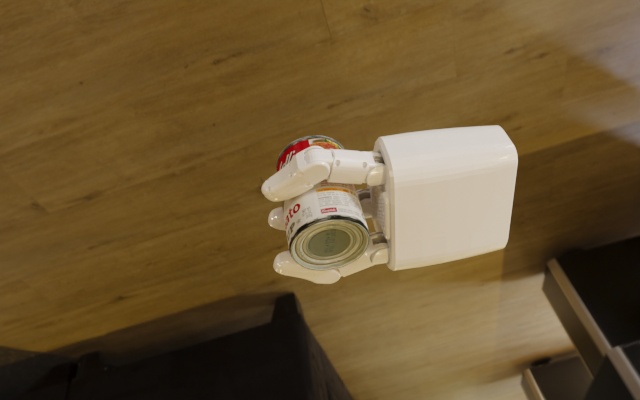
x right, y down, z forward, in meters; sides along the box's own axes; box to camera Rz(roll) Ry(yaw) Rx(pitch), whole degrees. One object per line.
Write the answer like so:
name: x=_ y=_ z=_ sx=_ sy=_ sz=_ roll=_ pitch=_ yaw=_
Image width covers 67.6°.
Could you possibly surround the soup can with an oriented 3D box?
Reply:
soup can: x=0.000 y=0.002 z=0.416 sx=0.068 sy=0.102 sz=0.069 roll=-7 pitch=-44 yaw=-6
